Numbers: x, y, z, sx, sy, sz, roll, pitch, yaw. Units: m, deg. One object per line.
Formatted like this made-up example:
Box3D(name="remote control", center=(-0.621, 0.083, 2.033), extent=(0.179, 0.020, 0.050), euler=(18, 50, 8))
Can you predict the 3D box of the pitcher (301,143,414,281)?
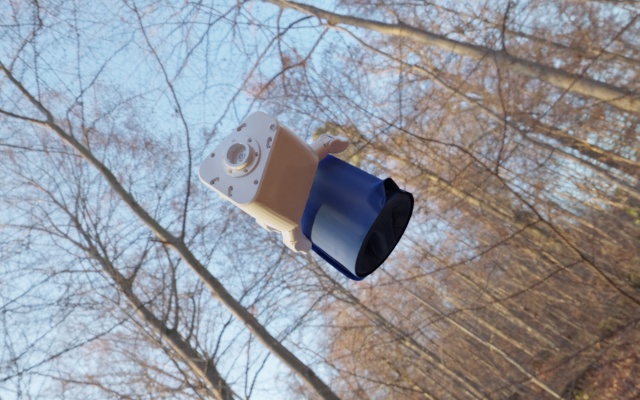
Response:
Box3D(name="pitcher", center=(0.000, 0.002, 0.695), extent=(0.242, 0.149, 0.145), euler=(32, 0, 28))
